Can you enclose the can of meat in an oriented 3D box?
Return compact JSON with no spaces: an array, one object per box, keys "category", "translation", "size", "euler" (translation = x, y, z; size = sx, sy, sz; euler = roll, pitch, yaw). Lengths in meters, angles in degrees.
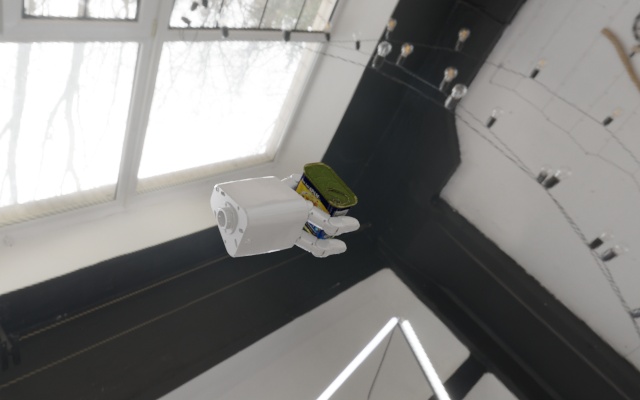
[{"category":"can of meat","translation":[0.000,0.003,0.779],"size":[0.057,0.084,0.102],"euler":[-12,52,-42]}]
